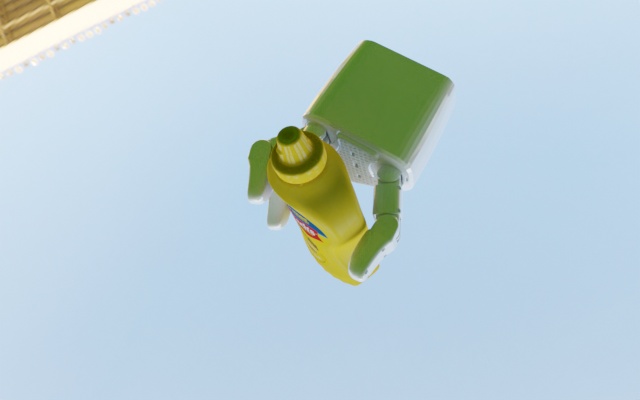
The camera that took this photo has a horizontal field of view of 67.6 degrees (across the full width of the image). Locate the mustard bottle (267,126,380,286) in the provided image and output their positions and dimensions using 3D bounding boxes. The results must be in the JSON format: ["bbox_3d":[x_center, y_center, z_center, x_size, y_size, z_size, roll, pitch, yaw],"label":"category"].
[{"bbox_3d":[0.000,0.002,0.411,0.058,0.096,0.192,-36,-32,-8],"label":"mustard bottle"}]
